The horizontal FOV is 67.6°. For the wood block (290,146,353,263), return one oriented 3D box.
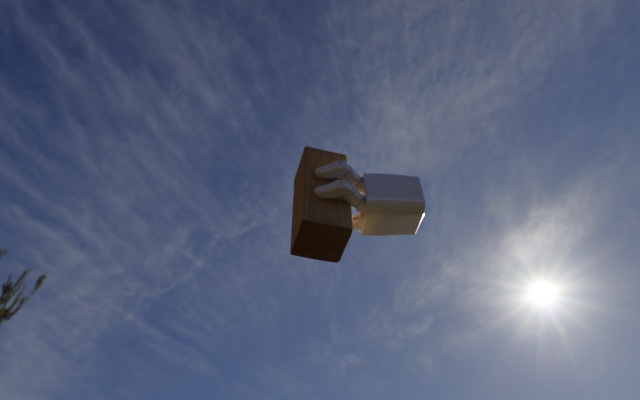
[{"bbox_3d":[0.000,0.003,0.881,0.090,0.091,0.206,11,40,-10],"label":"wood block"}]
